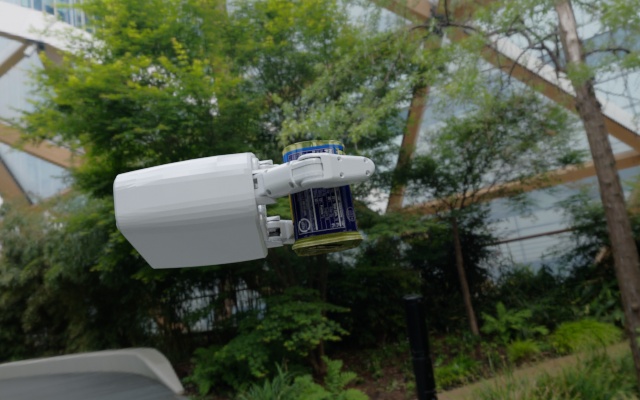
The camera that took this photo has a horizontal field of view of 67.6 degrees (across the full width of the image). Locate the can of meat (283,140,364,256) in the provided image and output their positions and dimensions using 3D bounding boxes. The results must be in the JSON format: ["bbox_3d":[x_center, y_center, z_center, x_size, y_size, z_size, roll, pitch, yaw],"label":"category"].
[{"bbox_3d":[0.000,0.001,0.418,0.057,0.084,0.102,-8,-11,-1],"label":"can of meat"}]
